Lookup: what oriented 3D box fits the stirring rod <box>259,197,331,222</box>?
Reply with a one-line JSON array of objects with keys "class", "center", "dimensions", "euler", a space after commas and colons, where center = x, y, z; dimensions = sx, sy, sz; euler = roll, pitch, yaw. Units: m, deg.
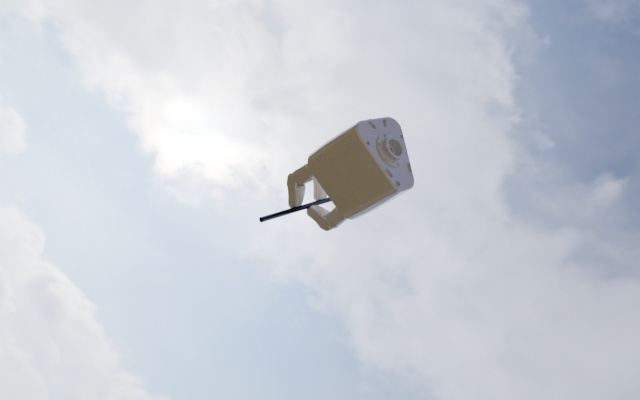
[{"class": "stirring rod", "center": [0.000, 0.003, 0.761], "dimensions": [0.239, 0.011, 0.011], "euler": [-16, 11, -43]}]
